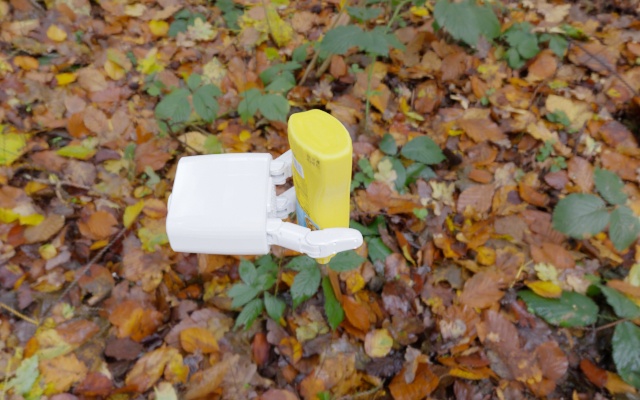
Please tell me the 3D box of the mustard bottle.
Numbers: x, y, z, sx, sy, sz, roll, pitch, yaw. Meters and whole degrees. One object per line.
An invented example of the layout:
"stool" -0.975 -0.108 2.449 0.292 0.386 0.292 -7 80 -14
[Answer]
"mustard bottle" 0.000 0.002 0.543 0.058 0.192 0.096 -16 42 -17
